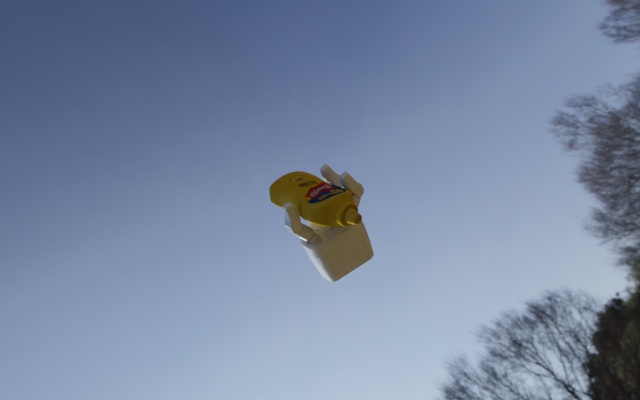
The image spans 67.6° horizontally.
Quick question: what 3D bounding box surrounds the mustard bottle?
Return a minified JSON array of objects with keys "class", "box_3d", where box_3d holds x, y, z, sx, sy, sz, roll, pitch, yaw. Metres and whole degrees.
[{"class":"mustard bottle","box_3d":[0.000,0.002,0.835,0.096,0.058,0.191,-21,31,-34]}]
